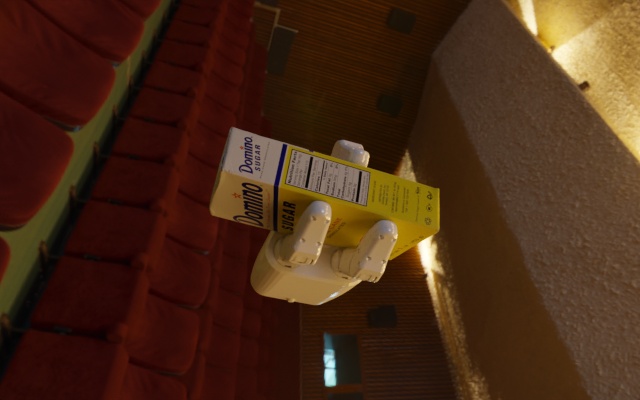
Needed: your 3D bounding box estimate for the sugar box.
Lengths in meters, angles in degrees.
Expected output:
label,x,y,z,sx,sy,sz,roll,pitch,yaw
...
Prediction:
label,x,y,z,sx,sy,sz,roll,pitch,yaw
sugar box,0.000,0.002,0.401,0.176,0.048,0.093,13,-26,-13
